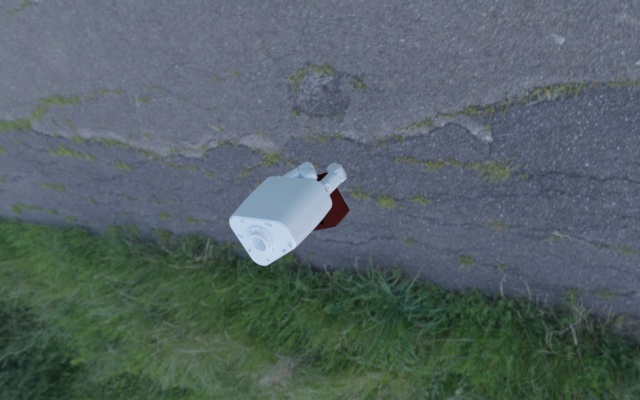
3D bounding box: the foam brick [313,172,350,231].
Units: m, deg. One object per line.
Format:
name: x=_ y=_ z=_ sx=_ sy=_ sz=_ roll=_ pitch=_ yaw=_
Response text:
foam brick: x=0.000 y=0.003 z=0.776 sx=0.053 sy=0.078 sz=0.051 roll=-13 pitch=26 yaw=40
